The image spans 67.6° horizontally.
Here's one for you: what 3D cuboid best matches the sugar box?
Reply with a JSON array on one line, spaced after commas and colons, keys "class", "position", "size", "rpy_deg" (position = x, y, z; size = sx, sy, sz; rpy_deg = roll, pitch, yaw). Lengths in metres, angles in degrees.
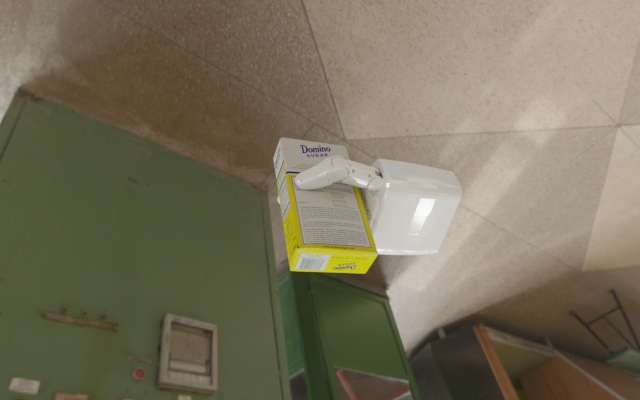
[{"class": "sugar box", "position": [0.000, 0.002, 0.570], "size": [0.093, 0.176, 0.048], "rpy_deg": [6, -46, -19]}]
